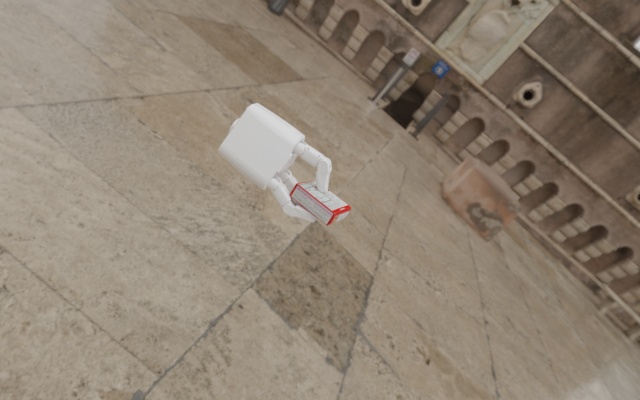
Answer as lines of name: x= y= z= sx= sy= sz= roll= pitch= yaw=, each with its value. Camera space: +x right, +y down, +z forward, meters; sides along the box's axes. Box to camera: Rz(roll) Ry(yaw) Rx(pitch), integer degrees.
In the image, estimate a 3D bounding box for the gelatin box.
gelatin box: x=0.001 y=0.003 z=0.830 sx=0.089 sy=0.030 sz=0.073 roll=37 pitch=21 yaw=17
